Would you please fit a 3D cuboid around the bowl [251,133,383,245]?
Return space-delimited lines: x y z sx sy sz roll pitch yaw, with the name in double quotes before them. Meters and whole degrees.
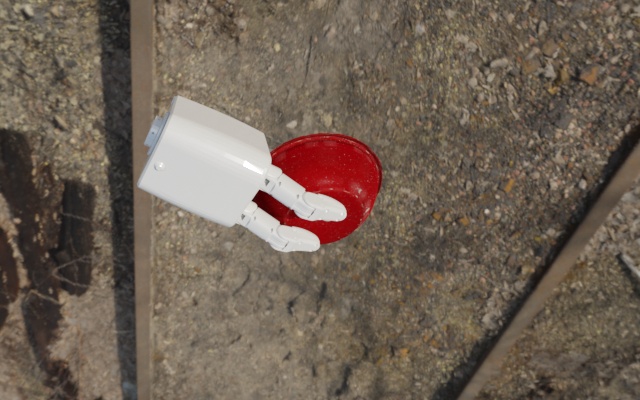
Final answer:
"bowl" 0.001 0.002 0.556 0.162 0.055 0.162 -7 -44 -7
